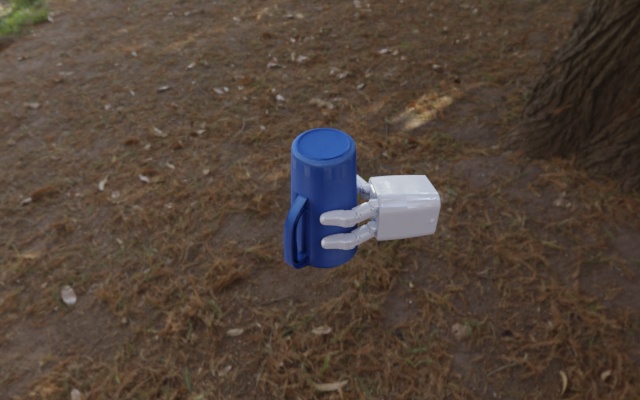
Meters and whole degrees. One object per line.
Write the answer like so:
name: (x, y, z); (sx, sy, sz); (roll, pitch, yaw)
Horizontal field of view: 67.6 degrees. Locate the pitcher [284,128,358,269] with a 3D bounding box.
pitcher: (0.000, 0.003, 0.853); (0.145, 0.243, 0.149); (-5, 42, -4)
